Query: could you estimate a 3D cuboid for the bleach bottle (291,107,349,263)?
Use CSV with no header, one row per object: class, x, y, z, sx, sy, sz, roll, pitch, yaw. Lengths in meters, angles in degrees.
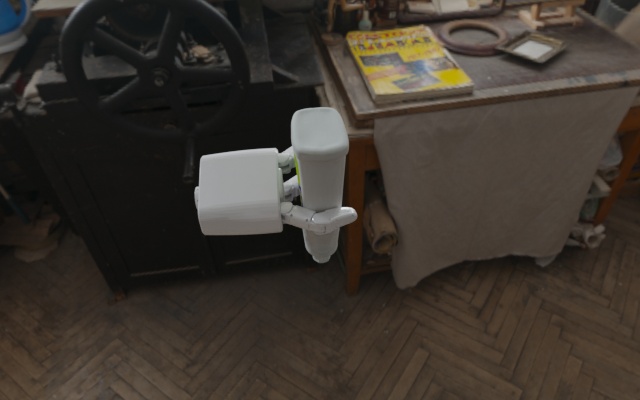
bleach bottle,0.000,0.002,0.665,0.068,0.251,0.102,-5,43,-4
